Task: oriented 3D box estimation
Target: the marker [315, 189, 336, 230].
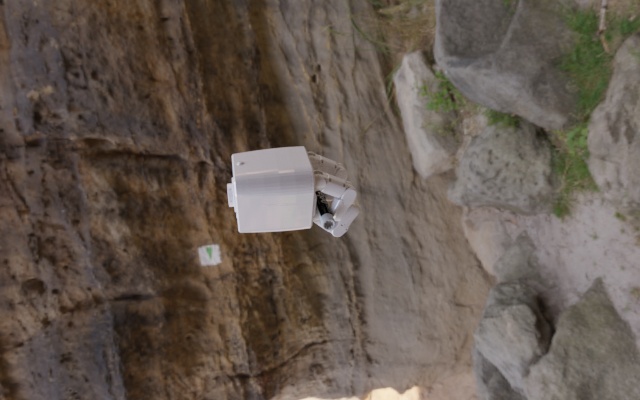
[{"bbox_3d":[0.000,0.002,0.702,0.020,0.020,0.121,0,31,-13],"label":"marker"}]
